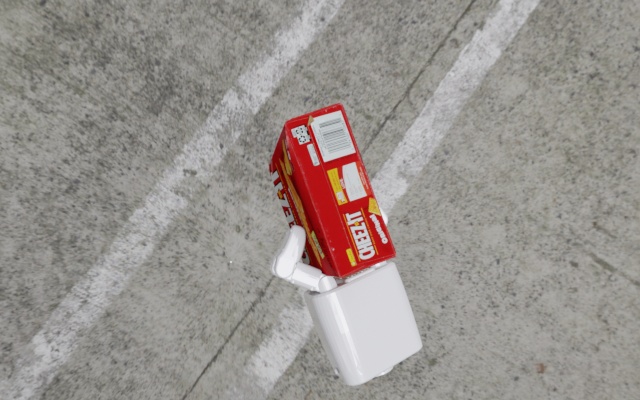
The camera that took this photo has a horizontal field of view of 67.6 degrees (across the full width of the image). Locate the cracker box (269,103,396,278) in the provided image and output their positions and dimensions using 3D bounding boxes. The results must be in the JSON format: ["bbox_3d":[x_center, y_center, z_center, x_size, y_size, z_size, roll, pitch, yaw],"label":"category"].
[{"bbox_3d":[0.000,0.002,0.562,0.072,0.164,0.214,-19,-3,-12],"label":"cracker box"}]
